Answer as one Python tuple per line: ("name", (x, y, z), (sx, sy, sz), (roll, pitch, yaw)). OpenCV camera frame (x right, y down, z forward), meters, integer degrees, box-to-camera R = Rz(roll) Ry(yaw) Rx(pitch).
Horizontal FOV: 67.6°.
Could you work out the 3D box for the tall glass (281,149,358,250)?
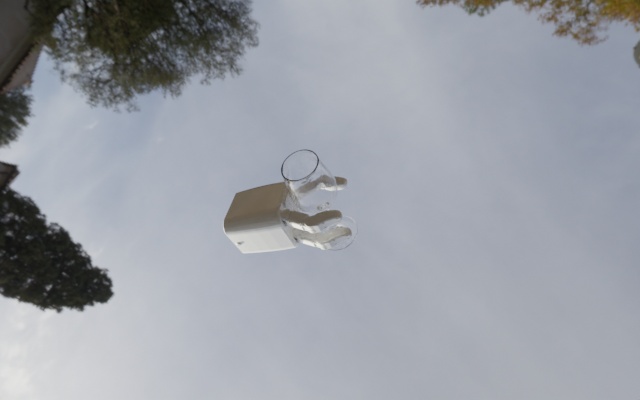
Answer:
("tall glass", (0.000, 0.003, 0.800), (0.079, 0.079, 0.201), (0, -35, 23))
